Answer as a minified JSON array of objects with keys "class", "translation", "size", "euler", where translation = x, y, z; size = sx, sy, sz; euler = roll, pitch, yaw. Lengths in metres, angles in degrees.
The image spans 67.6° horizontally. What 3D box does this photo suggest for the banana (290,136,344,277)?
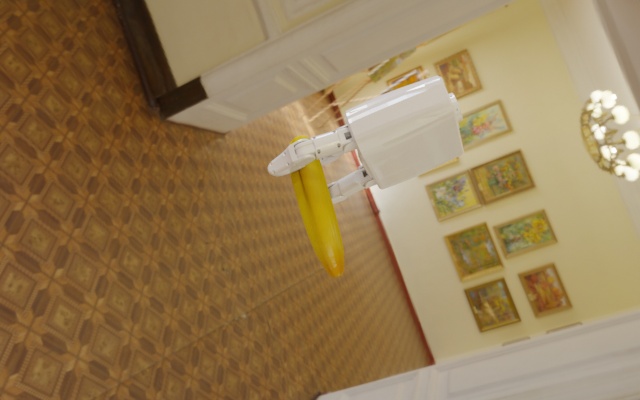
[{"class":"banana","translation":[-0.007,-0.010,0.545],"size":[0.037,0.197,0.070],"euler":[-22,-37,9]}]
